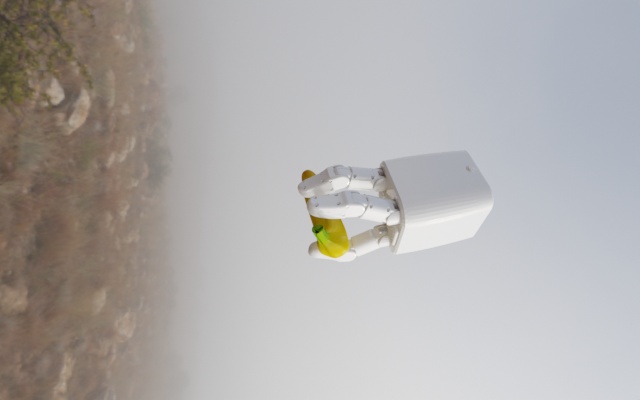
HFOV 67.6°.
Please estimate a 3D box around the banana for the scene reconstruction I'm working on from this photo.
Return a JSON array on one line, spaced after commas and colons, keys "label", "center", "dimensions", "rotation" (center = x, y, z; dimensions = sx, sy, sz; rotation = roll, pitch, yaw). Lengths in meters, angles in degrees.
[{"label": "banana", "center": [0.005, 0.020, 0.578], "dimensions": [0.037, 0.070, 0.197], "rotation": [-17, 22, -1]}]
